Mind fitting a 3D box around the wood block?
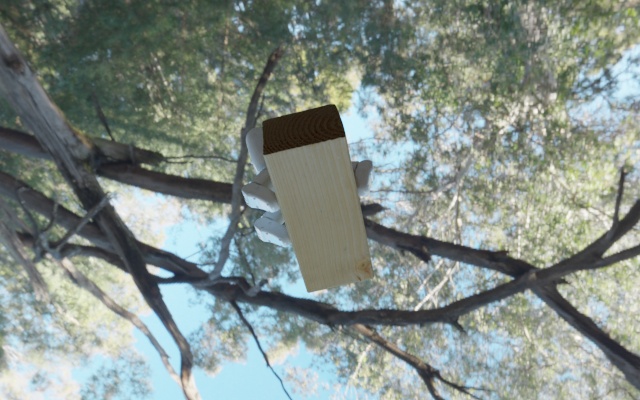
[{"bbox_3d":[0.000,0.002,0.582,0.091,0.206,0.090,-14,35,2],"label":"wood block"}]
